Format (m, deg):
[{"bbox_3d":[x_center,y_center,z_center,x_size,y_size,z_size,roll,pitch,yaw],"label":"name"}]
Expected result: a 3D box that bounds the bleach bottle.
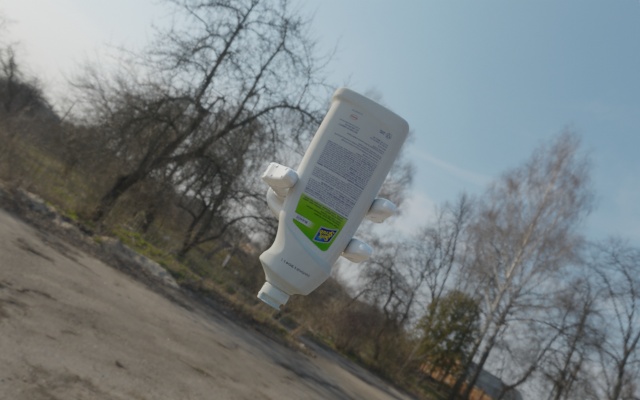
[{"bbox_3d":[0.000,0.002,0.539,0.102,0.251,0.068,30,-11,7],"label":"bleach bottle"}]
